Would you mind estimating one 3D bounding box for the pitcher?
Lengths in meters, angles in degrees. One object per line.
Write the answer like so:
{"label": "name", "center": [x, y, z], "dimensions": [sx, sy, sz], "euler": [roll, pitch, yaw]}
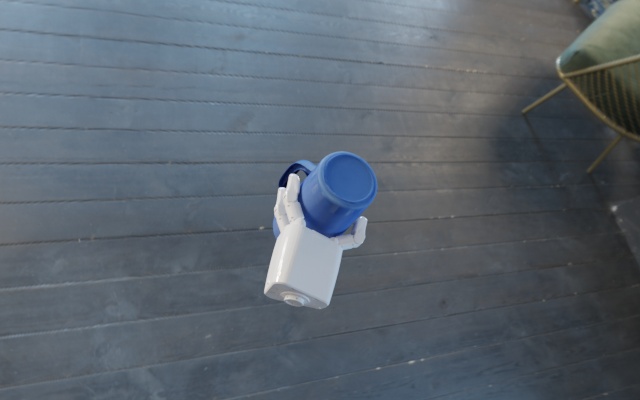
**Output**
{"label": "pitcher", "center": [0.000, 0.003, 0.879], "dimensions": [0.149, 0.145, 0.243], "euler": [20, -30, -12]}
